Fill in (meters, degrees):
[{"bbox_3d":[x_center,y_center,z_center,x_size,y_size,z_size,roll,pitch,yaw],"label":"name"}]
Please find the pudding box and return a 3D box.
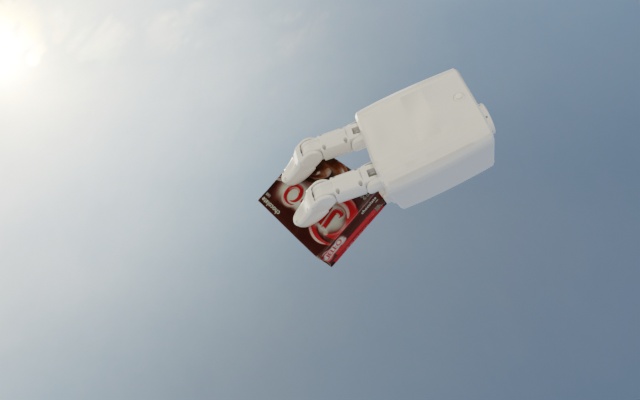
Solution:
[{"bbox_3d":[0.000,0.002,0.509,0.113,0.090,0.039,40,-3,39],"label":"pudding box"}]
